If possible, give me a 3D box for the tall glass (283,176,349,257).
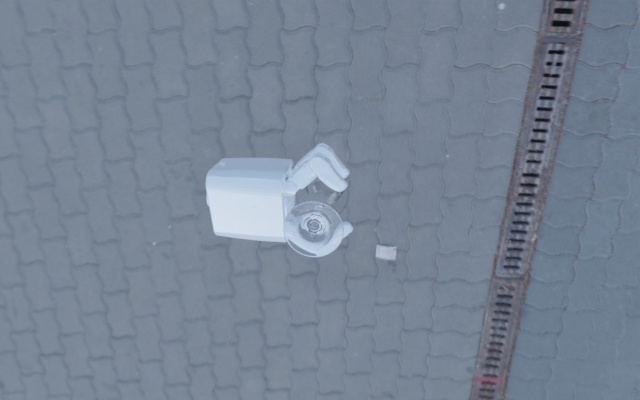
[{"bbox_3d":[0.000,0.003,0.672,0.079,0.079,0.201,0,20,6],"label":"tall glass"}]
